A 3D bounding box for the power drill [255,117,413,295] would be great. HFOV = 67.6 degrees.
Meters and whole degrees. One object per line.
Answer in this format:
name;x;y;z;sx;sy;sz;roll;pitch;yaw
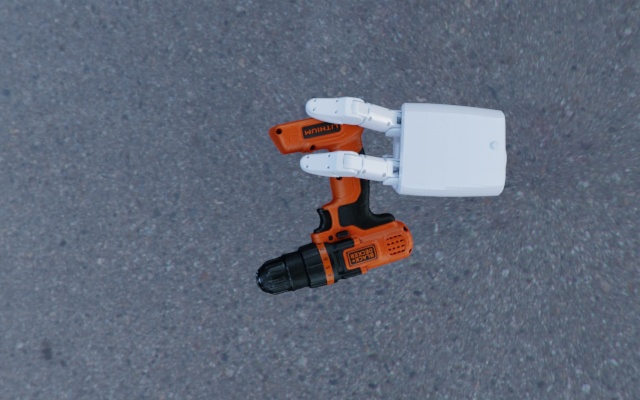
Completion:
power drill;0.000;0.001;0.539;0.184;0.187;0.057;-15;8;-11
